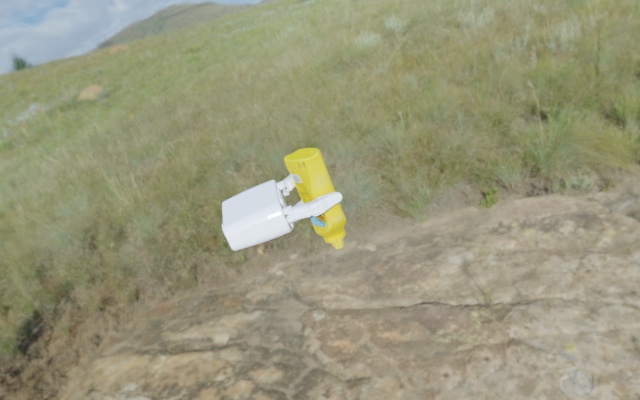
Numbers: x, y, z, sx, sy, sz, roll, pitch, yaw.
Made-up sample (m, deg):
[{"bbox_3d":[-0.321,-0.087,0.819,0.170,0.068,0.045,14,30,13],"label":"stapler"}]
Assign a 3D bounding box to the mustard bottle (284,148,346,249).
[{"bbox_3d":[0.000,0.002,0.857,0.058,0.192,0.096,-29,19,-21],"label":"mustard bottle"}]
